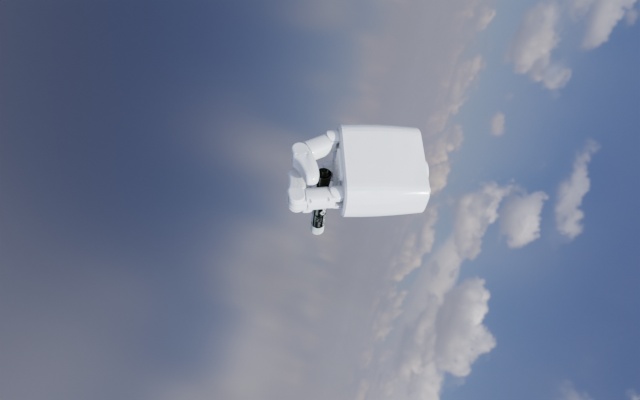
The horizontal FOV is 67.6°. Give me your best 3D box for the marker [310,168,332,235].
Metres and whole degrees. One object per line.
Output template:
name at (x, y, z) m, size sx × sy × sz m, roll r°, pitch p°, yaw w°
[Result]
marker at (0.000, 0.002, 0.616) m, size 0.020 × 0.020 × 0.121 m, roll 0°, pitch -39°, yaw -6°
